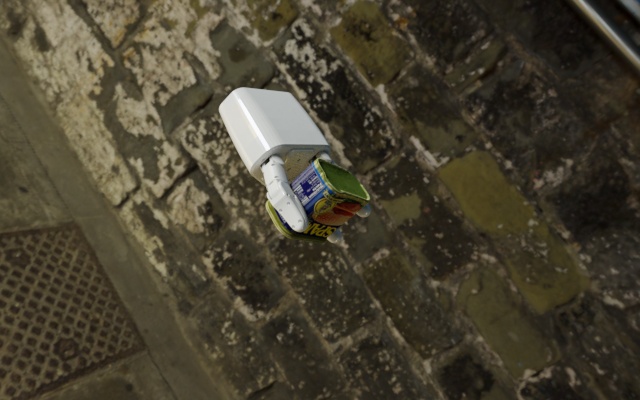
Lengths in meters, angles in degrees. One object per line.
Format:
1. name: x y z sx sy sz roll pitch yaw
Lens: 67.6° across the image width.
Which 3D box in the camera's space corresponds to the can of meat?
1. can of meat: 0.000 0.002 0.573 0.084 0.057 0.102 -42 -29 20
